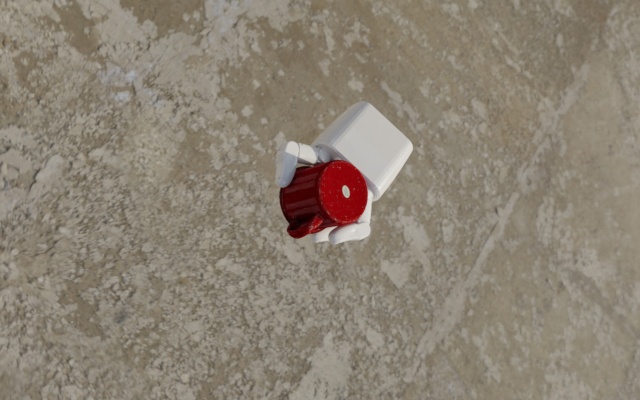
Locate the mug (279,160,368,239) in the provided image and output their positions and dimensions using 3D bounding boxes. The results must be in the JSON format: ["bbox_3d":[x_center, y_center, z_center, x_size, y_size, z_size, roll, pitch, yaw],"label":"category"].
[{"bbox_3d":[-0.001,0.003,0.608,0.081,0.093,0.117,-13,32,55],"label":"mug"}]
